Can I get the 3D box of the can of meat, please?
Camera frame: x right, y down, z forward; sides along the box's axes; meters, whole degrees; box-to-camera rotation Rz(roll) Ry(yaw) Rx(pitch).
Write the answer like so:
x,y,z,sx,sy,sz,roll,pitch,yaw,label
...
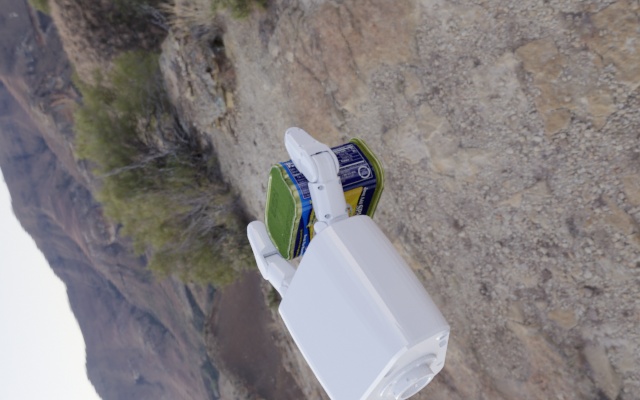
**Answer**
x,y,z,sx,sy,sz,roll,pitch,yaw,label
0.000,0.001,0.423,0.084,0.057,0.102,-19,-34,-24,can of meat
